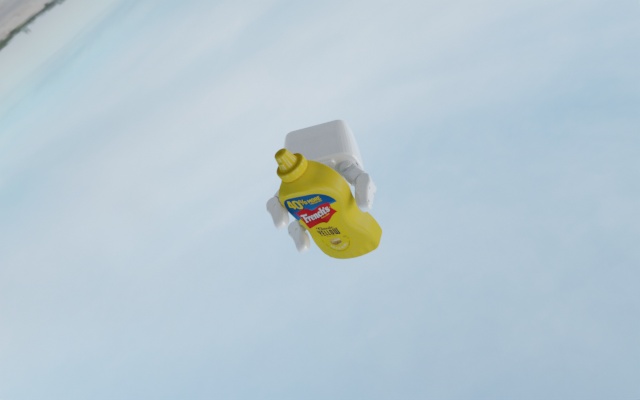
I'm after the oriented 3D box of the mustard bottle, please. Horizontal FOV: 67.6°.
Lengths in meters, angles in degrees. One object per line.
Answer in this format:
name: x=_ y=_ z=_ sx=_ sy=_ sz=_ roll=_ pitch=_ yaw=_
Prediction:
mustard bottle: x=0.000 y=0.003 z=0.641 sx=0.096 sy=0.058 sz=0.192 roll=-10 pitch=-47 yaw=35
